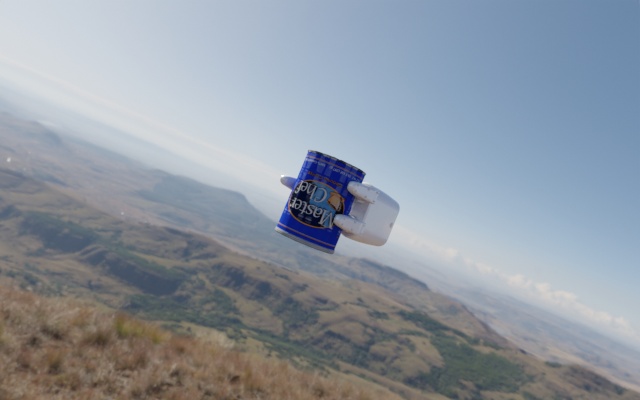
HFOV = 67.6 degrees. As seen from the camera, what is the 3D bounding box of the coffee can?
[{"bbox_3d":[0.000,0.003,0.769,0.103,0.140,0.103,23,-1,1],"label":"coffee can"}]
